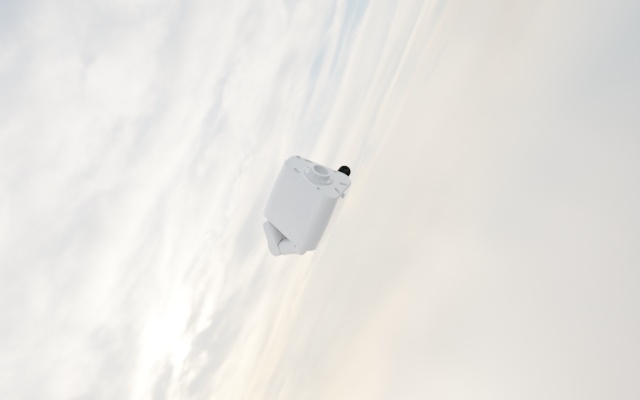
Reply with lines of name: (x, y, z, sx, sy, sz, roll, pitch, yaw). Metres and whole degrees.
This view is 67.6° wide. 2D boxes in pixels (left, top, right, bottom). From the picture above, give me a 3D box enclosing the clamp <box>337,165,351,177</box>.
clamp: (0.000, 0.003, 0.873, 0.039, 0.120, 0.171, 31, 33, 5)
